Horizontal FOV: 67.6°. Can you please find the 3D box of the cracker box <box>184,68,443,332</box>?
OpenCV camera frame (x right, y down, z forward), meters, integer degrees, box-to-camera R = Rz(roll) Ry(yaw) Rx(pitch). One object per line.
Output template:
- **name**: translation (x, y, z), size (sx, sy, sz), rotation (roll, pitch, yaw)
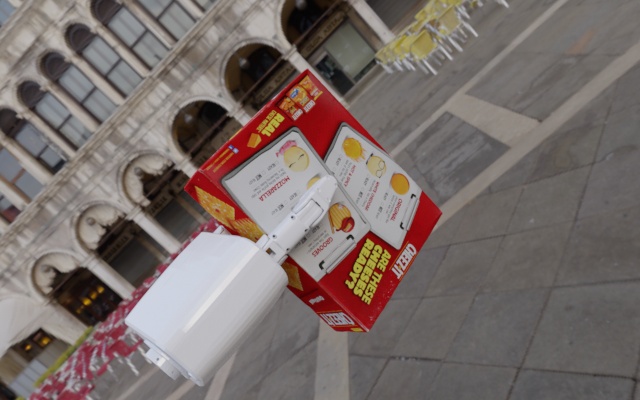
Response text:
- **cracker box**: translation (0.000, 0.001, 0.485), size (0.164, 0.214, 0.072), rotation (-51, 12, -29)
